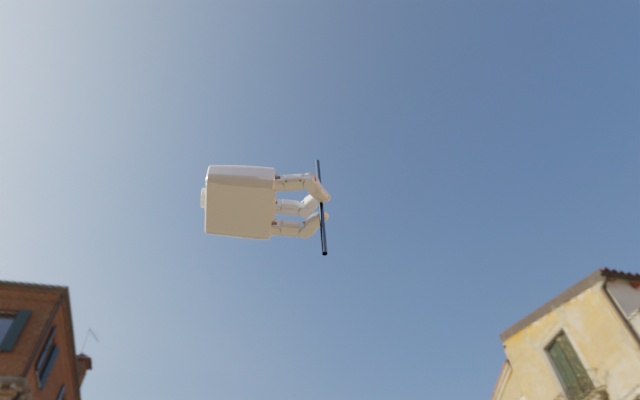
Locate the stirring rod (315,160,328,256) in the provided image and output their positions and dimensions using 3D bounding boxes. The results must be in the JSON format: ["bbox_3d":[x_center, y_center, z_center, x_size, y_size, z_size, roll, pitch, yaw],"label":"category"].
[{"bbox_3d":[0.000,0.003,0.785,0.011,0.011,0.239,0,38,-4],"label":"stirring rod"}]
